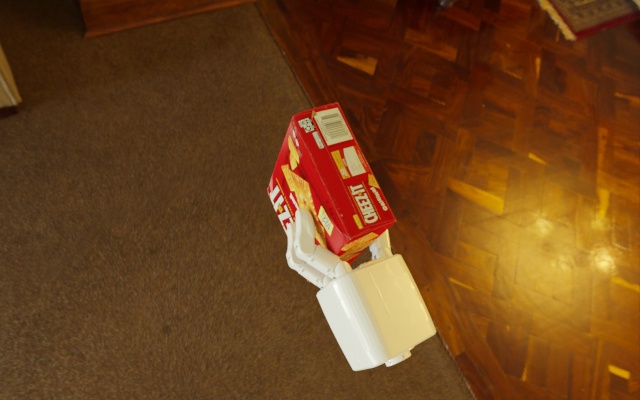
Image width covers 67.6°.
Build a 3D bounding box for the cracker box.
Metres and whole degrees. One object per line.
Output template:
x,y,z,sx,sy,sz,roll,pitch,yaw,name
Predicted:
0.000,0.002,0.630,0.072,0.164,0.214,-19,-16,-21,cracker box
